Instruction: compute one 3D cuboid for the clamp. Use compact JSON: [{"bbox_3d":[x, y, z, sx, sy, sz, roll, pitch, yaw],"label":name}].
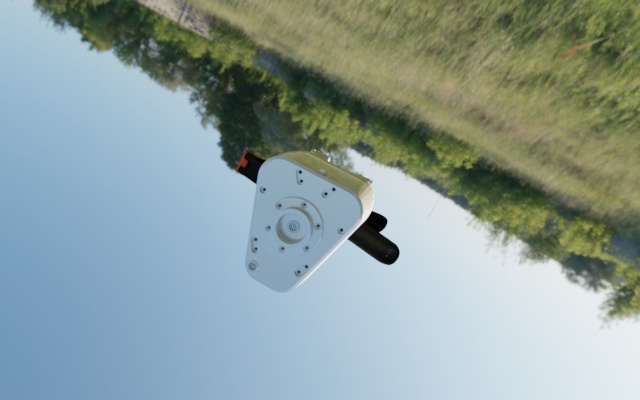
[{"bbox_3d":[-0.001,0.002,0.575,0.210,0.036,0.164,29,9,5],"label":"clamp"}]
